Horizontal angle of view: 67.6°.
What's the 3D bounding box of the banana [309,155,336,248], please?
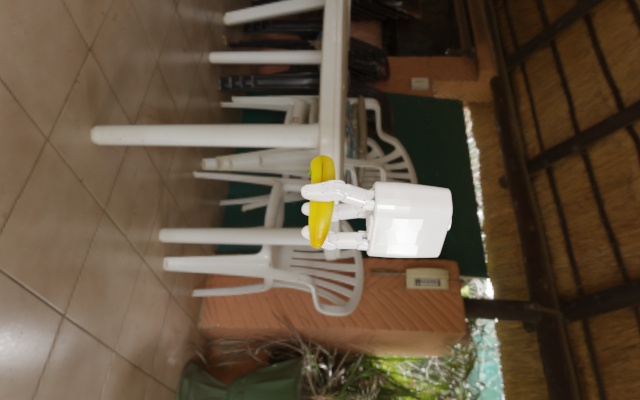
[{"bbox_3d":[0.002,-0.015,0.706,0.037,0.070,0.197,6,34,-4],"label":"banana"}]
